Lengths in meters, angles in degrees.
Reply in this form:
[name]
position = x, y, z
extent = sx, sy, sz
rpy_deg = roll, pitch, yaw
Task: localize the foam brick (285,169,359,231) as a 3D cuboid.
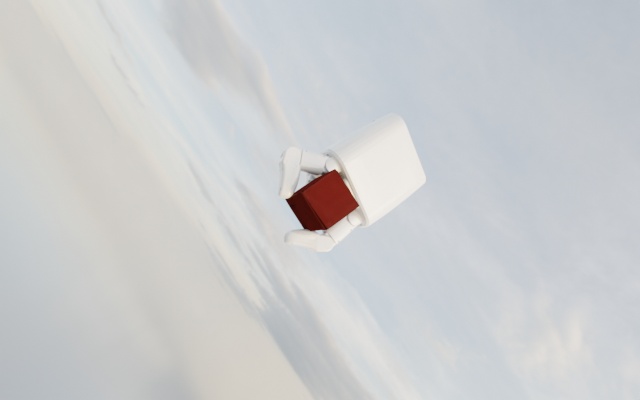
[foam brick]
position = 0.000, 0.002, 0.566
extent = 0.051, 0.053, 0.078
rpy_deg = -34, 6, -18
